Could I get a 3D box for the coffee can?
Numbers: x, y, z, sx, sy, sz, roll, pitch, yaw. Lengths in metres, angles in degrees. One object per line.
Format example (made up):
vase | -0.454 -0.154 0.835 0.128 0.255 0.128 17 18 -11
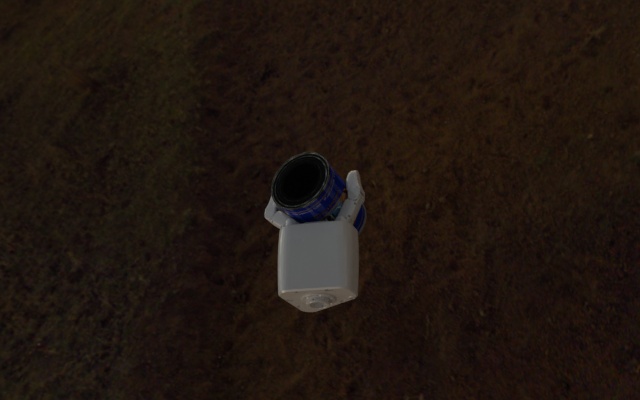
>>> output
coffee can | 0.000 0.002 0.770 0.103 0.102 0.140 0 -29 32
